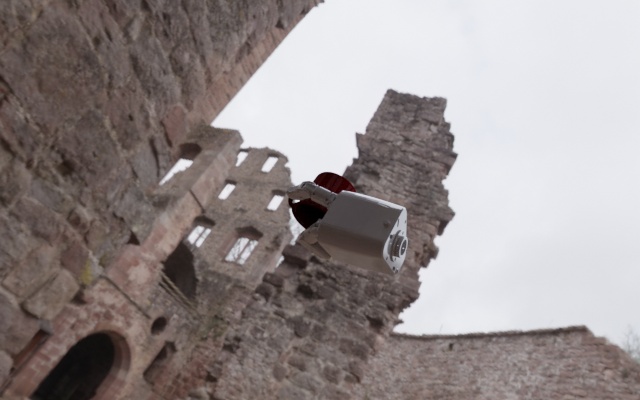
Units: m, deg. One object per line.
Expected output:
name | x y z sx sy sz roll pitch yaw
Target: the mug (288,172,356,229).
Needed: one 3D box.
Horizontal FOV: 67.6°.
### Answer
mug | -0.001 0.002 0.820 0.117 0.081 0.093 15 -35 28
